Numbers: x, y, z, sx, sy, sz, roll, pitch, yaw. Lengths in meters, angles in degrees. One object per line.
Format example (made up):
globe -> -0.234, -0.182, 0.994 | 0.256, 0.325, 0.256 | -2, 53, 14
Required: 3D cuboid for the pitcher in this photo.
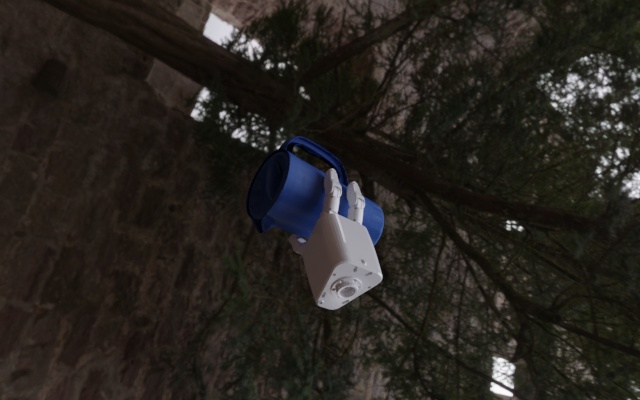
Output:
pitcher -> 0.000, 0.003, 0.877 | 0.243, 0.149, 0.145 | 25, 28, -31
